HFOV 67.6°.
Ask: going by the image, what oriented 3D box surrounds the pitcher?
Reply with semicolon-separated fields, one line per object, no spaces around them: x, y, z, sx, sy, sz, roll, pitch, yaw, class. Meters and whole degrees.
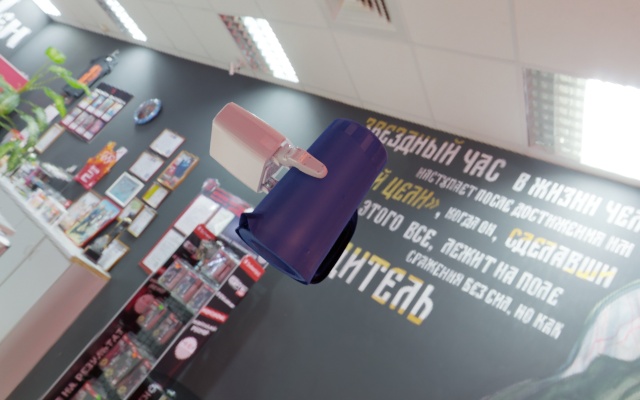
0.000;0.002;0.728;0.145;0.242;0.149;35;-16;8;pitcher
